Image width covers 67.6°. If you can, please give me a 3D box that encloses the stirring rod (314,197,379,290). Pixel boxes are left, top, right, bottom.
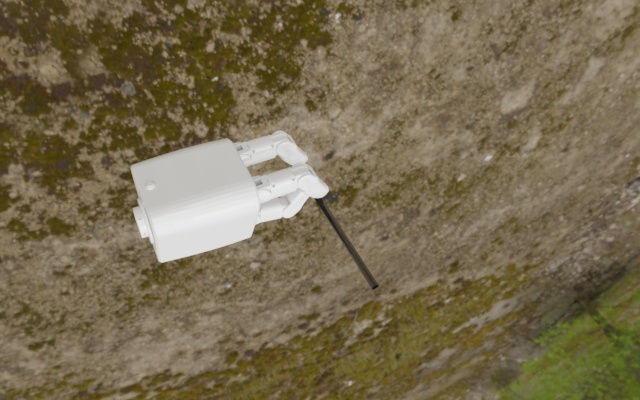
[{"bbox_3d":[0.000,0.002,0.541,0.011,0.239,0.011,-22,-35,-16],"label":"stirring rod"}]
